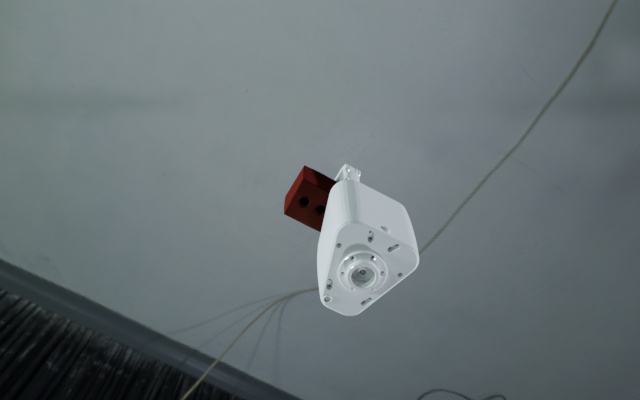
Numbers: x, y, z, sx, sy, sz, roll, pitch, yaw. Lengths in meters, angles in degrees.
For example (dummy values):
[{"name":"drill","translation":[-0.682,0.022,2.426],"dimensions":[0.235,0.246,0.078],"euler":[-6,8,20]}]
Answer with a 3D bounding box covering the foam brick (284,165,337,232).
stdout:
[{"name":"foam brick","translation":[0.000,0.002,0.592],"dimensions":[0.078,0.053,0.051],"euler":[26,22,-10]}]
